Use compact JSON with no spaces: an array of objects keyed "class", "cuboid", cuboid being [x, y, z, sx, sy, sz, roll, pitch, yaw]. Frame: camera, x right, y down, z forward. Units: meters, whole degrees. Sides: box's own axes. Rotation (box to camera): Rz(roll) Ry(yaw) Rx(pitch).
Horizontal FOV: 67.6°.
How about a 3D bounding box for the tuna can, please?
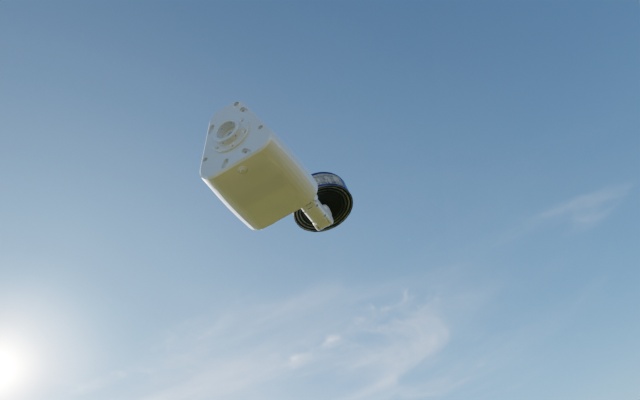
[{"class":"tuna can","cuboid":[0.000,0.002,0.668,0.086,0.086,0.033,0,40,-22]}]
